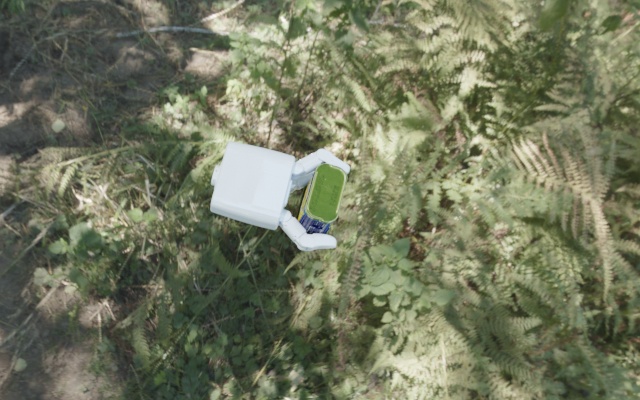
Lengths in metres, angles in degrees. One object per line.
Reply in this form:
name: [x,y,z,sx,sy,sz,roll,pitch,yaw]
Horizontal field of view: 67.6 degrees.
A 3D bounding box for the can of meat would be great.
can of meat: [0.000,0.002,0.749,0.057,0.102,0.084,18,-25,-6]
